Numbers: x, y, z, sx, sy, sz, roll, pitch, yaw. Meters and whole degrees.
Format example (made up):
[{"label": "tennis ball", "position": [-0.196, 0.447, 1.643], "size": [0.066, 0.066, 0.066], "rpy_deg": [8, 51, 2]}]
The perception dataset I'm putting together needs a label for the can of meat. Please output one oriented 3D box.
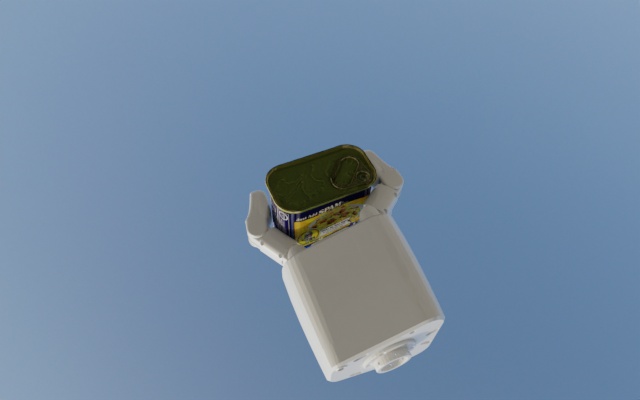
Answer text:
[{"label": "can of meat", "position": [0.000, 0.002, 0.476], "size": [0.102, 0.057, 0.084], "rpy_deg": [-20, -33, -15]}]
